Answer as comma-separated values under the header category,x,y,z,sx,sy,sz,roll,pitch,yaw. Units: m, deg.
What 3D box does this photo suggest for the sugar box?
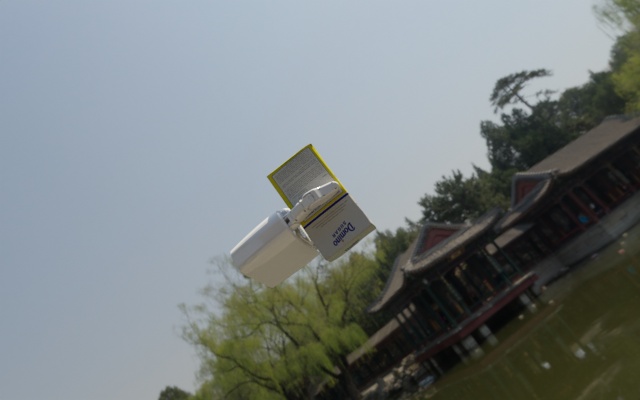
category,x,y,z,sx,sy,sz,roll,pitch,yaw
sugar box,0.000,0.003,0.767,0.093,0.176,0.048,-38,-19,5
